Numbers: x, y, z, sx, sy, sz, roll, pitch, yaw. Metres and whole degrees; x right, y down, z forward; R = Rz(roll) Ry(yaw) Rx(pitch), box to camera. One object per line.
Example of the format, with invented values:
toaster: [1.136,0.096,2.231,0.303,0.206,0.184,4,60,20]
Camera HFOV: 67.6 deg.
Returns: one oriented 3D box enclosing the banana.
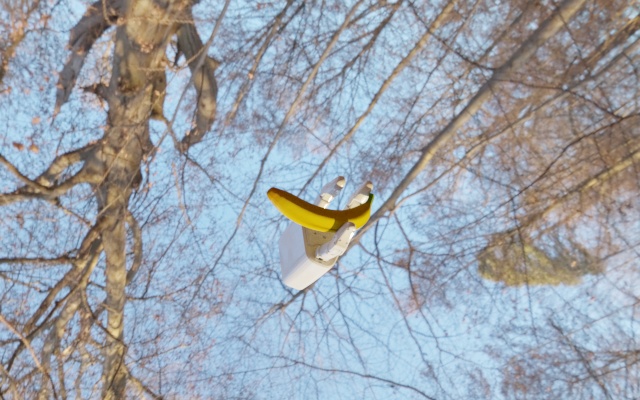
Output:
banana: [0.007,0.019,0.762,0.198,0.069,0.037,4,-32,-31]
